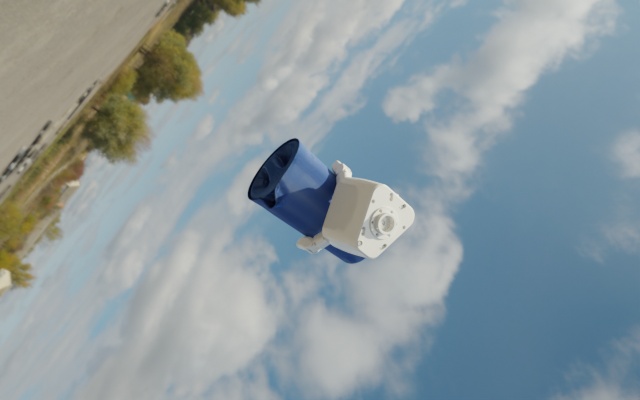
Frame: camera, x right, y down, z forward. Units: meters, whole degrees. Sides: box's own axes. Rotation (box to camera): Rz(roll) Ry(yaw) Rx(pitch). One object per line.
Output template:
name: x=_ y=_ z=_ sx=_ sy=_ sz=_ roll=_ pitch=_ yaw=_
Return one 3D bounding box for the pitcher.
pitcher: x=0.000 y=0.003 z=0.873 sx=0.243 sy=0.149 sz=0.145 roll=39 pitch=-12 yaw=-25
